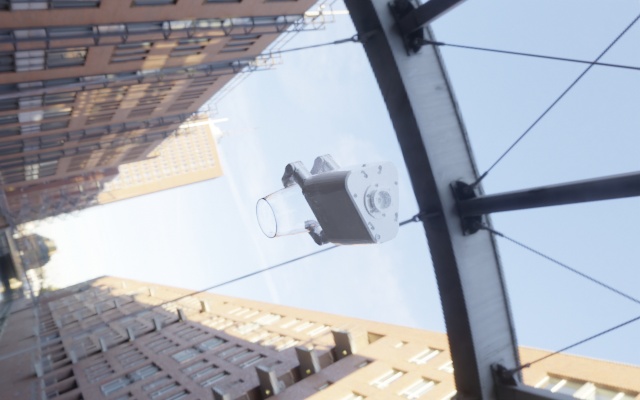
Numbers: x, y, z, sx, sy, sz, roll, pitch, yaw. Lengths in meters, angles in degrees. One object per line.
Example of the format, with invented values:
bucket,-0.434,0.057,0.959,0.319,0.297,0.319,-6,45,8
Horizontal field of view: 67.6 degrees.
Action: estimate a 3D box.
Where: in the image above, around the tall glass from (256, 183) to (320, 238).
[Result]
tall glass,0.001,0.002,0.757,0.201,0.079,0.079,-17,9,-32
